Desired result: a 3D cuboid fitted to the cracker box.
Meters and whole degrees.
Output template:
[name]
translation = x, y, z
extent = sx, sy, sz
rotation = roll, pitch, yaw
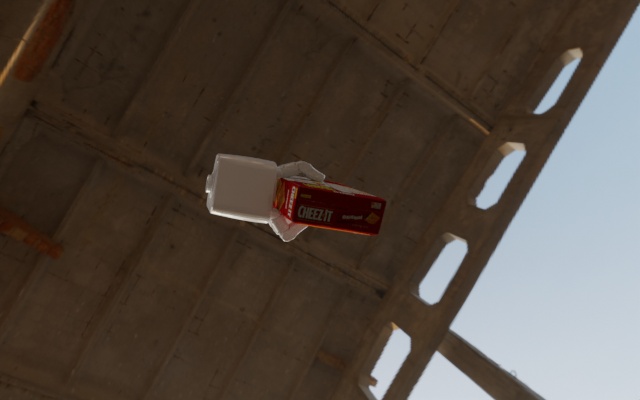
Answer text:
[cracker box]
translation = 0.000, 0.003, 0.896
extent = 0.164, 0.072, 0.213
rotation = 9, 7, -20
